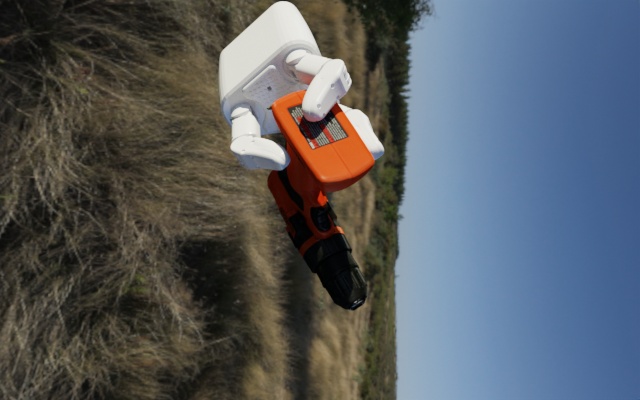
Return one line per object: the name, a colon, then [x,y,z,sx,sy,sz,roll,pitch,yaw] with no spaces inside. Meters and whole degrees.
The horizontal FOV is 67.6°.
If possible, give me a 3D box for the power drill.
power drill: [0.000,0.001,0.464,0.057,0.184,0.188,-23,-27,-20]
